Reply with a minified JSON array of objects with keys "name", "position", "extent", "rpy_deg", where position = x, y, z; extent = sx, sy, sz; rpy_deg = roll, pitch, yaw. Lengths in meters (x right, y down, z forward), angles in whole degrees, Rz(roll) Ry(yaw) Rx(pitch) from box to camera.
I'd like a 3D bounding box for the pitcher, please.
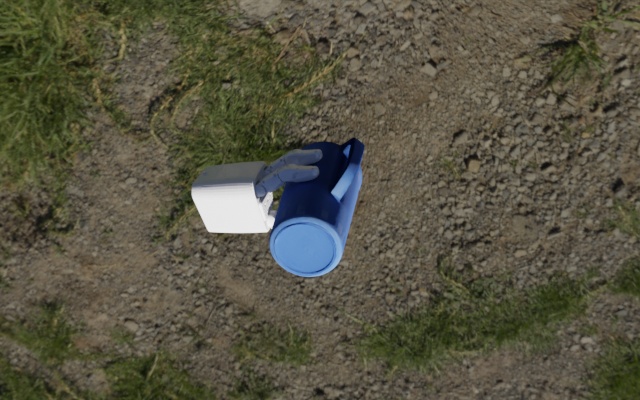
[{"name":"pitcher","position":[0.000,0.003,0.771],"extent":[0.145,0.149,0.242],"rpy_deg":[-3,29,10]}]
